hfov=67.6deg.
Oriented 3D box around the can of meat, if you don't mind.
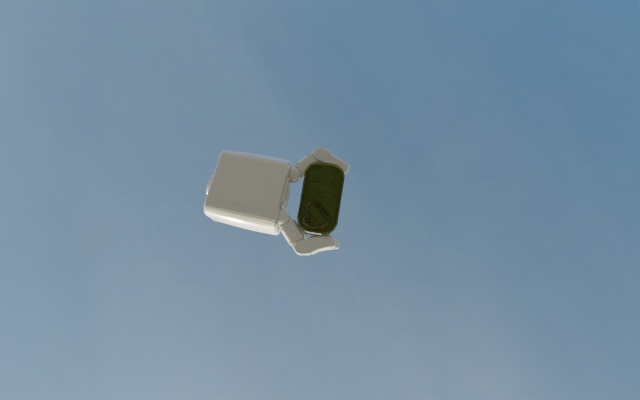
[{"bbox_3d":[0.000,0.002,0.713,0.057,0.102,0.084,9,-9,0],"label":"can of meat"}]
